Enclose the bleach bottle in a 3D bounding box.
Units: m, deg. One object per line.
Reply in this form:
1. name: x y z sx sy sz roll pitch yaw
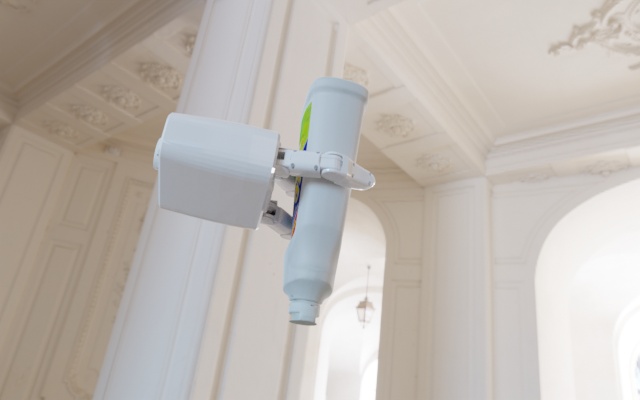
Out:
1. bleach bottle: 0.000 0.002 0.504 0.068 0.250 0.103 11 -23 -9
